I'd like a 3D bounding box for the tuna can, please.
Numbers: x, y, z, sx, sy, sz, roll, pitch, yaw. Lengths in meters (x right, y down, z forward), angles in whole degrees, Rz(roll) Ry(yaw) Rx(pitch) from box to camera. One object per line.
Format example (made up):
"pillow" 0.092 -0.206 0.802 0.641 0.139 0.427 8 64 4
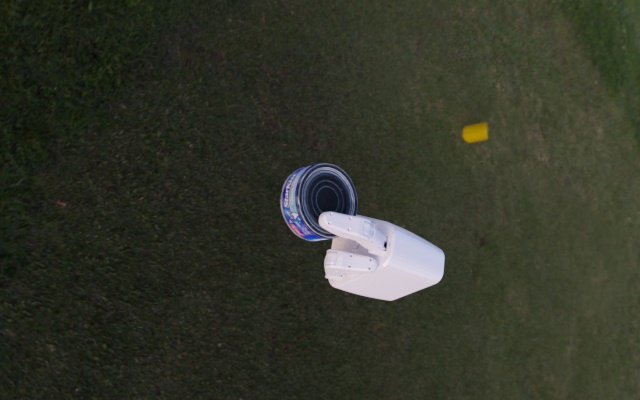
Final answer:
"tuna can" 0.000 0.002 0.532 0.086 0.086 0.034 0 -7 -37
